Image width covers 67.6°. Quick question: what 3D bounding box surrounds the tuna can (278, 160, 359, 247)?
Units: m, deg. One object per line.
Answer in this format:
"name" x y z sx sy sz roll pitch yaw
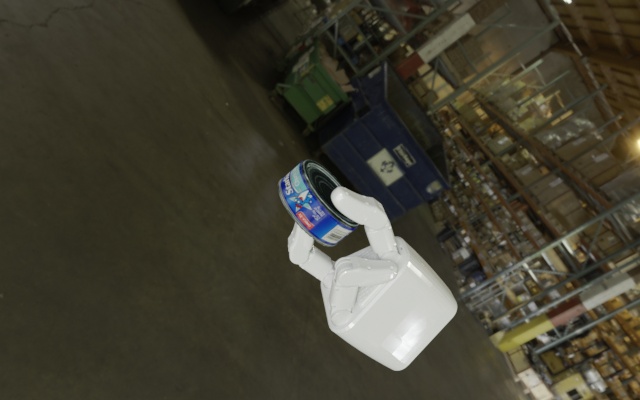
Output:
"tuna can" 0.000 0.001 0.471 0.034 0.086 0.086 -40 -15 19
